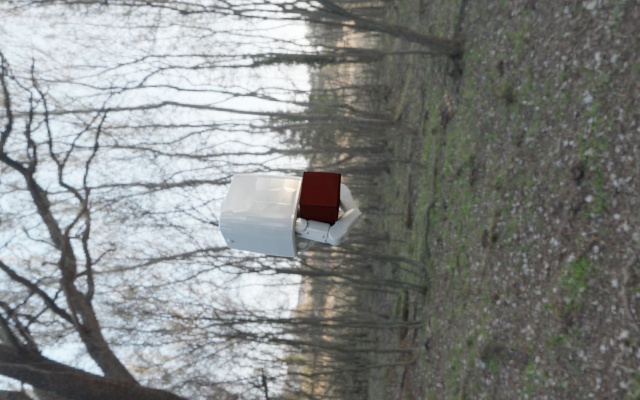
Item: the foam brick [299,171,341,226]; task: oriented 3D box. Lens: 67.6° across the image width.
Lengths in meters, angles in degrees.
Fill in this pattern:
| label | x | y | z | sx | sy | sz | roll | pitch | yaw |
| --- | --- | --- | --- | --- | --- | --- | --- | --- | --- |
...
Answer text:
| label | x | y | z | sx | sy | sz | roll | pitch | yaw |
| --- | --- | --- | --- | --- | --- | --- | --- | --- | --- |
| foam brick | 0.000 | 0.002 | 0.656 | 0.051 | 0.053 | 0.078 | 6 | -28 | 4 |
